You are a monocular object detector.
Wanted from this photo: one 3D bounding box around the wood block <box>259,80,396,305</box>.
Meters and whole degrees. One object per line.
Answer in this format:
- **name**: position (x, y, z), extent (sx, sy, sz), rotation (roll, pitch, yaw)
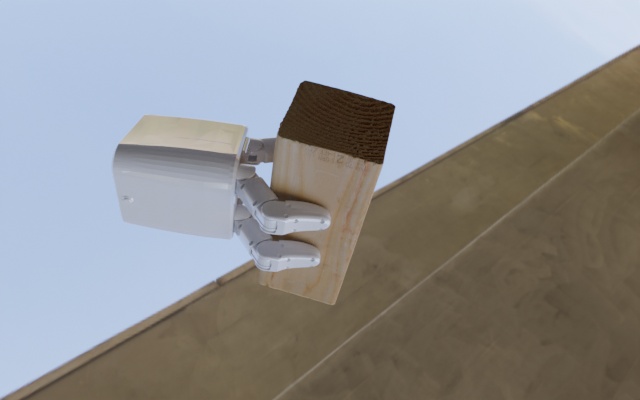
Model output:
- **wood block**: position (0.000, 0.001, 0.473), extent (0.090, 0.090, 0.206), rotation (15, -44, 2)
